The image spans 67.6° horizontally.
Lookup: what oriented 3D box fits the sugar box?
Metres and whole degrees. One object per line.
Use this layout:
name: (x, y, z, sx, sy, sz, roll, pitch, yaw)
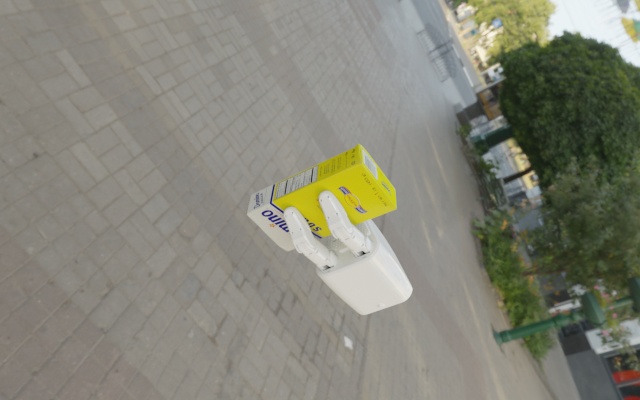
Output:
sugar box: (0.000, 0.002, 0.627, 0.176, 0.048, 0.093, -26, -53, 23)
